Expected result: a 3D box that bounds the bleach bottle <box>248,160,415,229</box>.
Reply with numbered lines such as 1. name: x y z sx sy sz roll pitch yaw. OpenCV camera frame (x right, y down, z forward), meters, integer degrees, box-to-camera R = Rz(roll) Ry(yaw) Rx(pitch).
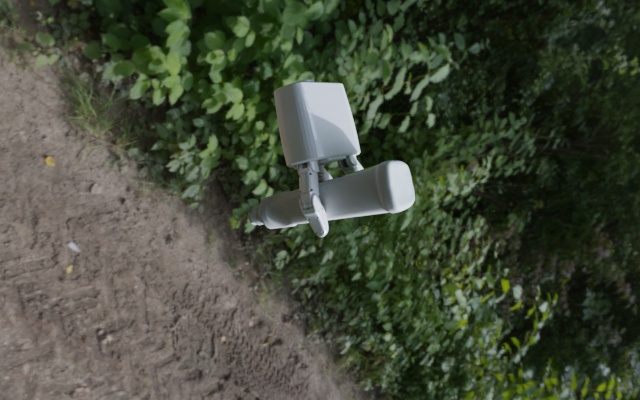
1. bleach bottle: 0.000 0.002 0.683 0.251 0.068 0.102 -12 0 27
